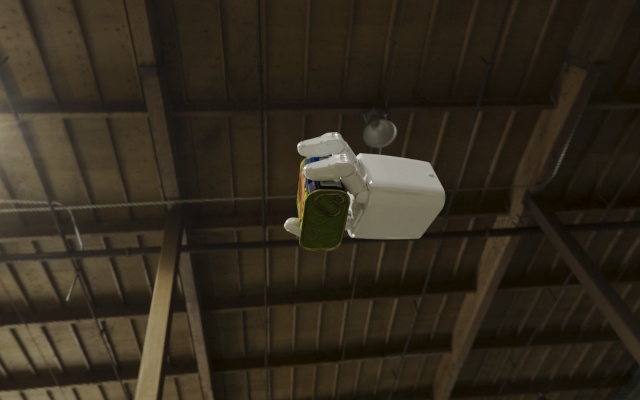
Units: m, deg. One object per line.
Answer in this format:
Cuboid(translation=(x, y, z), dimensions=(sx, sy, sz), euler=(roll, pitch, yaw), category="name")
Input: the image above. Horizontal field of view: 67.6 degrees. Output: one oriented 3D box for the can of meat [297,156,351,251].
Cuboid(translation=(0.000, 0.002, 0.634), dimensions=(0.057, 0.102, 0.084), euler=(1, 39, -10), category="can of meat")
